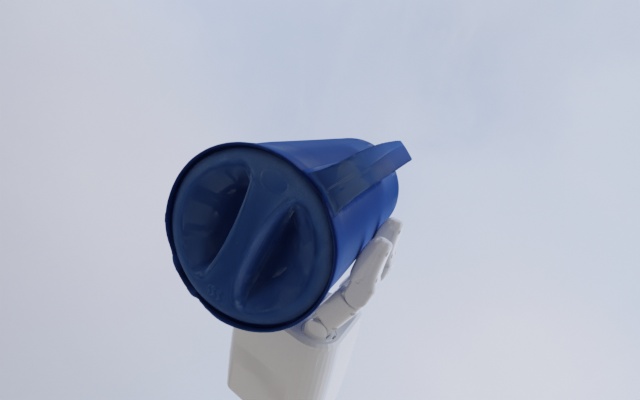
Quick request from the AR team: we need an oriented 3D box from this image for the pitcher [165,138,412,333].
[{"bbox_3d":[0.000,0.002,0.421,0.149,0.145,0.243,16,17,19],"label":"pitcher"}]
